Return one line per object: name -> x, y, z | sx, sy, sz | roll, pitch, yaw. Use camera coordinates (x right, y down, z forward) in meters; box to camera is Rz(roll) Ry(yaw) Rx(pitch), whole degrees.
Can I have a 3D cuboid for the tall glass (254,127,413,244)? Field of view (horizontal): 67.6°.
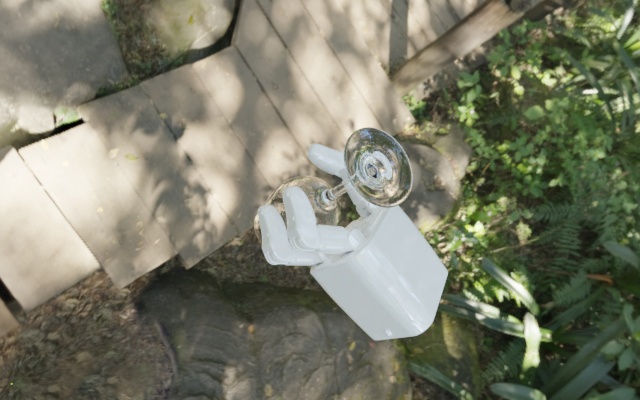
tall glass -> 0.000, 0.001, 0.490 | 0.079, 0.079, 0.201 | 0, -18, -33
